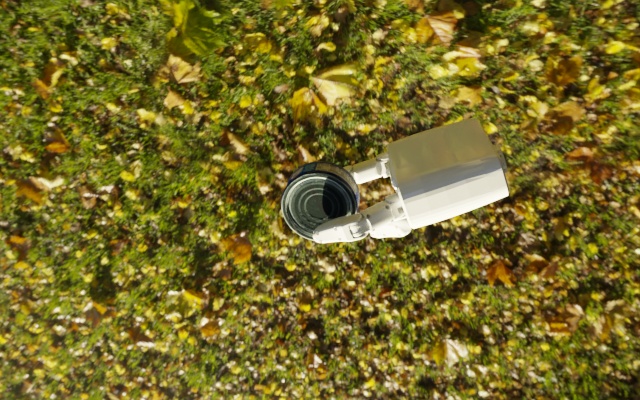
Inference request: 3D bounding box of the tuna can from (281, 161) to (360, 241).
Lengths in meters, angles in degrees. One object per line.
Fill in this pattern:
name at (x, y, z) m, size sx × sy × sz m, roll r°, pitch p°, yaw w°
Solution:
tuna can at (0.000, 0.002, 0.530) m, size 0.086 × 0.086 × 0.033 m, roll 0°, pitch 25°, yaw 8°
